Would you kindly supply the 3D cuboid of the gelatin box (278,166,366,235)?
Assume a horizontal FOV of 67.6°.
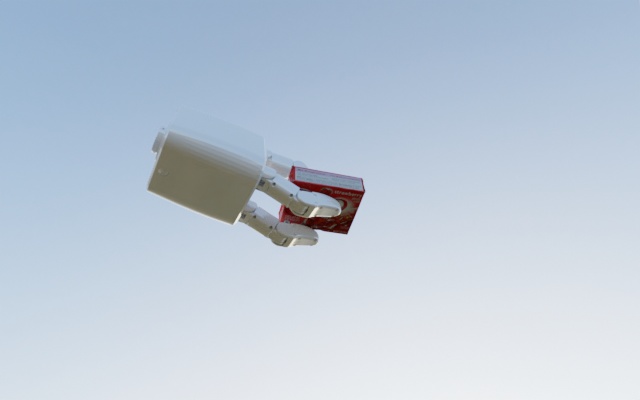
[{"bbox_3d":[0.000,0.002,0.570,0.089,0.073,0.030,9,41,-12],"label":"gelatin box"}]
